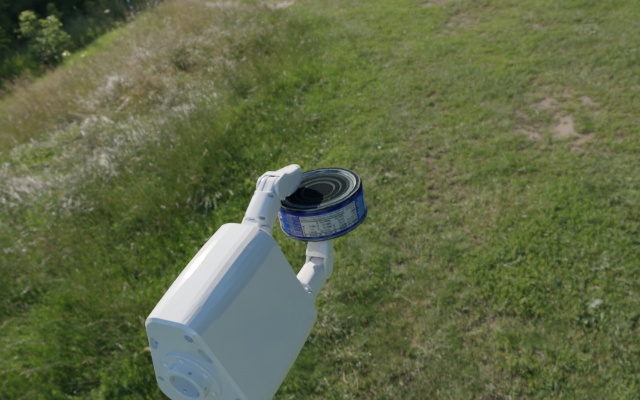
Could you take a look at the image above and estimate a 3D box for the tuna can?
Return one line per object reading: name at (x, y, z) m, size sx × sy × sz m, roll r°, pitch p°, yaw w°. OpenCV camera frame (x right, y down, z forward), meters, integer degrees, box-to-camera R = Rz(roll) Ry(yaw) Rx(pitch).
tuna can at (0.000, 0.001, 0.455) m, size 0.086 × 0.034 × 0.086 m, roll -10°, pitch 29°, yaw 5°
